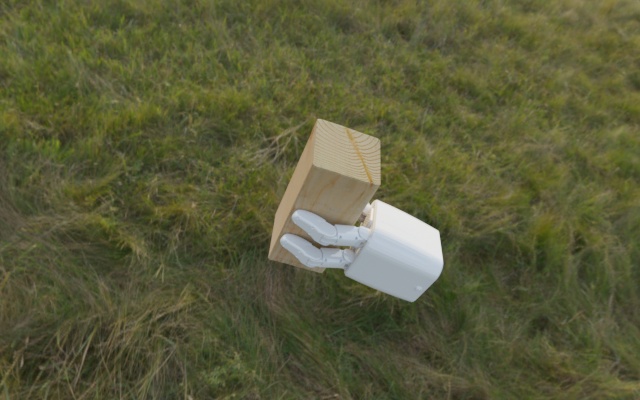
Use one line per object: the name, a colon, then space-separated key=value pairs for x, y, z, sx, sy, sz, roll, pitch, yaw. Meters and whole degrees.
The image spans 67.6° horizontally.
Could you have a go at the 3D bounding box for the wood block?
wood block: x=0.001 y=0.002 z=0.664 sx=0.090 sy=0.090 sz=0.206 roll=17 pitch=-44 yaw=-11
